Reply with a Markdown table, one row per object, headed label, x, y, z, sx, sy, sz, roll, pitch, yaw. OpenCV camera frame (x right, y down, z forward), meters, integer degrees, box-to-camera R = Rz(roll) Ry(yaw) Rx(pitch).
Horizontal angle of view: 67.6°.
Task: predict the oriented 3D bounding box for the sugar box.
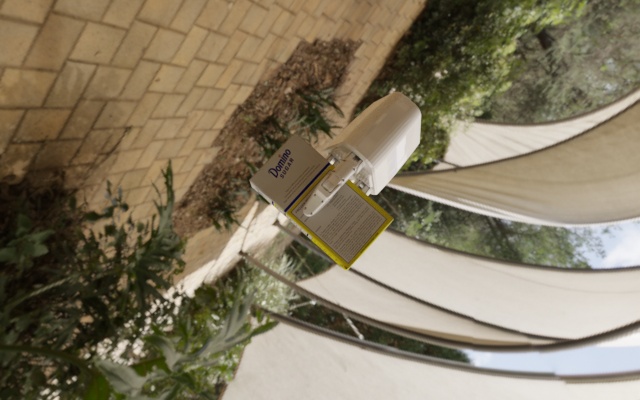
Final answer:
| label | x | y | z | sx | sy | sz | roll | pitch | yaw |
| --- | --- | --- | --- | --- | --- | --- | --- | --- | --- |
| sugar box | 0.000 | 0.002 | 0.642 | 0.176 | 0.093 | 0.048 | 42 | -10 | 7 |
